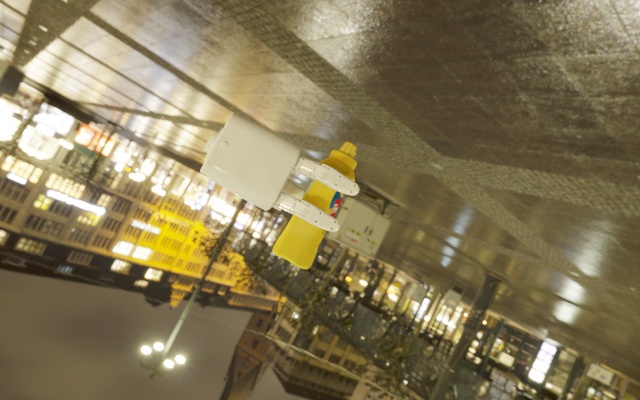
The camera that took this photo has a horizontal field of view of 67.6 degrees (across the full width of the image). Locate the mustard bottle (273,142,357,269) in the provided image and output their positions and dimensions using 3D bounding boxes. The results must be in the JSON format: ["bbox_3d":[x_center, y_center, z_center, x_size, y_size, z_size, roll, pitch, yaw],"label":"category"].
[{"bbox_3d":[0.000,0.003,0.688,0.058,0.191,0.096,26,-6,10],"label":"mustard bottle"}]
